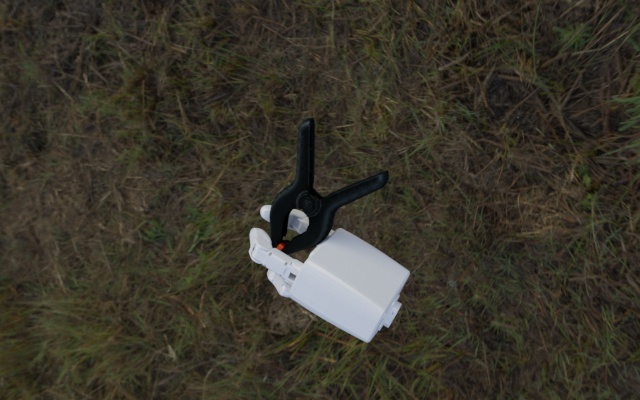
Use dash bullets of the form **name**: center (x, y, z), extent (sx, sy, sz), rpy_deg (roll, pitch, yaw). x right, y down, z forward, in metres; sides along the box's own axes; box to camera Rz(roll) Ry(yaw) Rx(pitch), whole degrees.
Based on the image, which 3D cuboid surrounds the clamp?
- **clamp**: center (0.000, 0.002, 0.570), extent (0.120, 0.171, 0.039), rpy_deg (29, 19, 15)
